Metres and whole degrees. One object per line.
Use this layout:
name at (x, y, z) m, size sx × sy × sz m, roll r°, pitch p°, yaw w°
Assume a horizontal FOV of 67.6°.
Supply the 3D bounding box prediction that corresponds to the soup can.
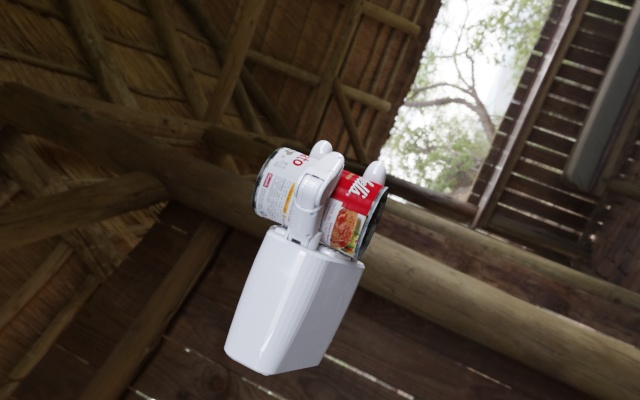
soup can at (0.000, 0.001, 0.420) m, size 0.102 × 0.068 × 0.068 m, roll 23°, pitch 5°, yaw 13°
